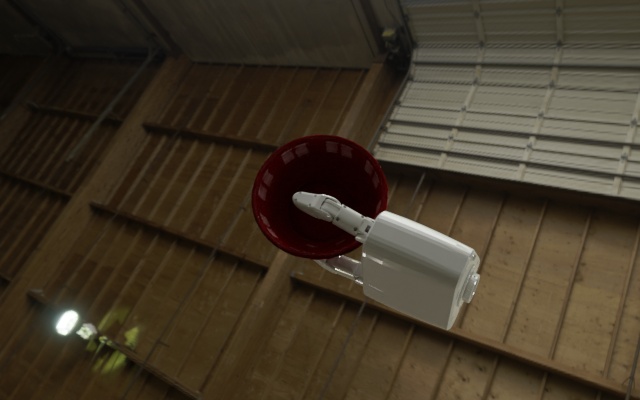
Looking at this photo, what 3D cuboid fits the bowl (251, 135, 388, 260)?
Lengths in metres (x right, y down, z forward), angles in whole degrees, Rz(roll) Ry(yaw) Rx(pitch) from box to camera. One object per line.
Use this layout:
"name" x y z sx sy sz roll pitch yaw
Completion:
"bowl" -0.001 0.001 0.585 0.162 0.162 0.055 0 -24 4
